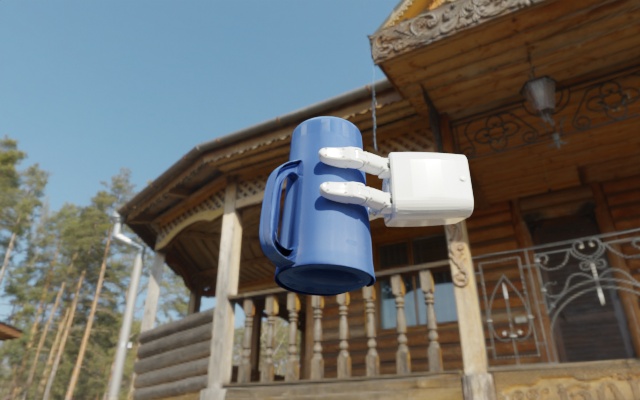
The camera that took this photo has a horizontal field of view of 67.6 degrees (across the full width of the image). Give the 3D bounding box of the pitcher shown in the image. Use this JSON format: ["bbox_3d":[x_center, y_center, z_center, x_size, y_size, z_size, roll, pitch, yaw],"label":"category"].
[{"bbox_3d":[0.000,0.002,0.673,0.145,0.242,0.149,-1,-27,2],"label":"pitcher"}]
